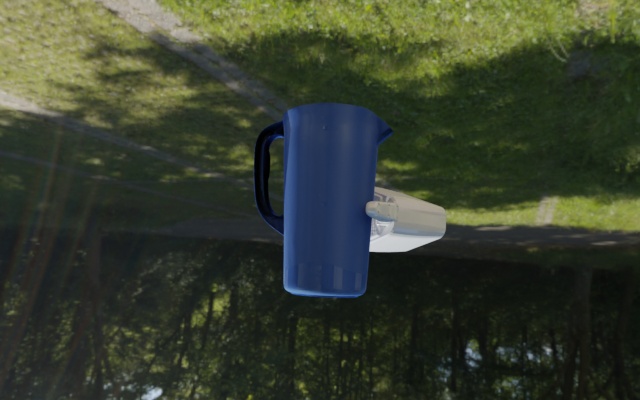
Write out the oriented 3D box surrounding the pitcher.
[{"bbox_3d":[0.000,0.002,0.637,0.145,0.243,0.149,8,-9,-33],"label":"pitcher"}]
